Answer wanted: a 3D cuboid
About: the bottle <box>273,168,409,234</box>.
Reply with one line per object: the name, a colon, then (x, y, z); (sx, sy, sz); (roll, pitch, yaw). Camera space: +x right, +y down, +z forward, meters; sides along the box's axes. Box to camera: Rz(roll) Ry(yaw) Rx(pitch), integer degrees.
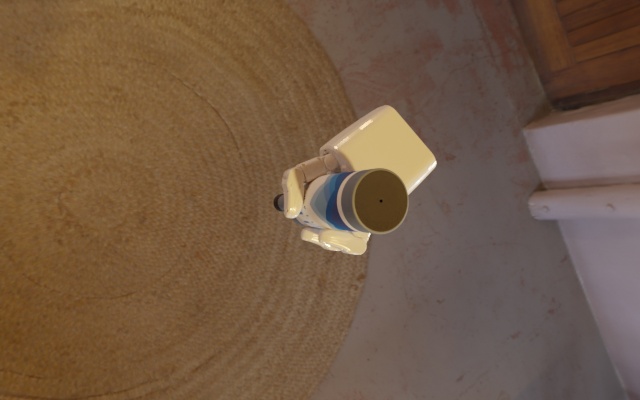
bottle: (0.000, 0.002, 0.610); (0.069, 0.069, 0.295); (0, -1, -24)
